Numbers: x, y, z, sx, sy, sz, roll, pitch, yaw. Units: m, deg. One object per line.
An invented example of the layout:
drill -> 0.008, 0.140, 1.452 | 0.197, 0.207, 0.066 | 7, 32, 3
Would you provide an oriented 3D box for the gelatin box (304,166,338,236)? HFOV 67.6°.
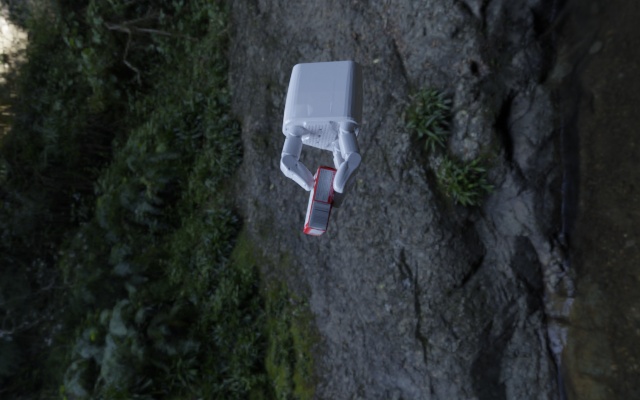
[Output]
gelatin box -> 0.000, 0.002, 0.677 | 0.030, 0.089, 0.073 | 12, -11, -4
